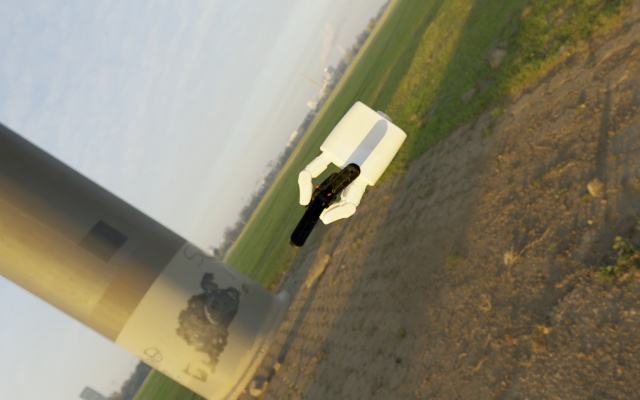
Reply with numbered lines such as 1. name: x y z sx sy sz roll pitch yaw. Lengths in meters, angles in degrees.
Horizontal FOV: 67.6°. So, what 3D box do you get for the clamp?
1. clamp: 0.000 0.002 0.834 0.036 0.164 0.210 39 0 -6
